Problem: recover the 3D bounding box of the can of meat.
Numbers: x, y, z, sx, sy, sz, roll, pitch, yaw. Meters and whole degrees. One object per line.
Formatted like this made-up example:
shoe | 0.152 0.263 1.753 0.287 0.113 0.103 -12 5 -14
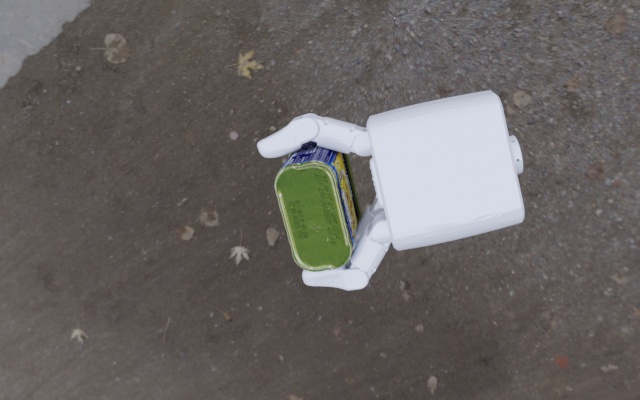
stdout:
can of meat | 0.000 0.001 0.426 0.057 0.102 0.084 -10 19 12
